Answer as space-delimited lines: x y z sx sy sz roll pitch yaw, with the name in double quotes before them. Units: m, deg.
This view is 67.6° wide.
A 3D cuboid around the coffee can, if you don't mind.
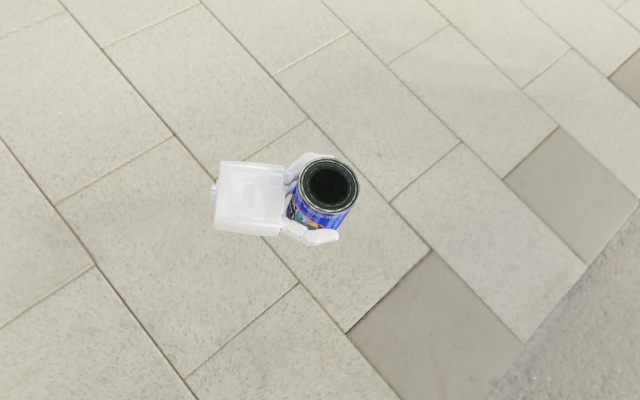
"coffee can" 0.000 0.003 0.821 0.103 0.102 0.140 0 -24 -13
